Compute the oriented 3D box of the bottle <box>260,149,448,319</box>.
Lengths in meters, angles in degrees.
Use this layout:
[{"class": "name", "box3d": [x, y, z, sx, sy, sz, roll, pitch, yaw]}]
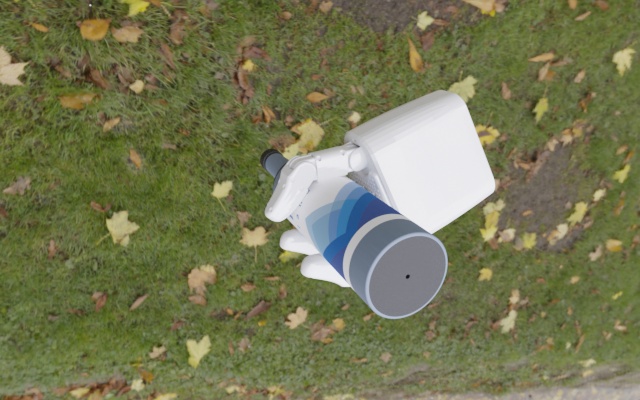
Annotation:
[{"class": "bottle", "box3d": [0.000, 0.002, 0.449, 0.069, 0.069, 0.295, 0, 20, -26]}]
